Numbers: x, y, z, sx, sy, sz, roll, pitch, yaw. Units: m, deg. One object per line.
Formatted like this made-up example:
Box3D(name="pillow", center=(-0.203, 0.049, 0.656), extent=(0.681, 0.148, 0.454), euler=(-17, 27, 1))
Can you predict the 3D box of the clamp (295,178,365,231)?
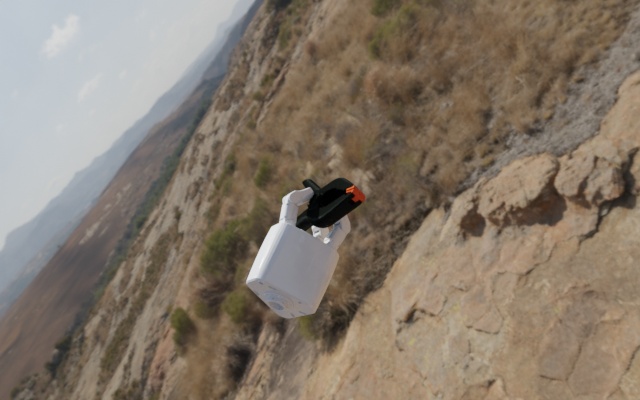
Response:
Box3D(name="clamp", center=(0.000, 0.002, 0.812), extent=(0.036, 0.164, 0.210), euler=(40, -39, -23))
